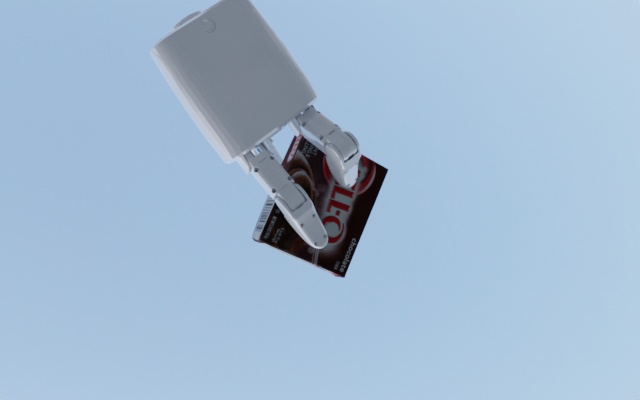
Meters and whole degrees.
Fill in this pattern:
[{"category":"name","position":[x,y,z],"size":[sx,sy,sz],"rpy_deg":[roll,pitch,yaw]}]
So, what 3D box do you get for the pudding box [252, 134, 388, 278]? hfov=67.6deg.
[{"category":"pudding box","position":[0.000,0.001,0.437],"size":[0.090,0.113,0.039],"rpy_deg":[26,-7,-21]}]
